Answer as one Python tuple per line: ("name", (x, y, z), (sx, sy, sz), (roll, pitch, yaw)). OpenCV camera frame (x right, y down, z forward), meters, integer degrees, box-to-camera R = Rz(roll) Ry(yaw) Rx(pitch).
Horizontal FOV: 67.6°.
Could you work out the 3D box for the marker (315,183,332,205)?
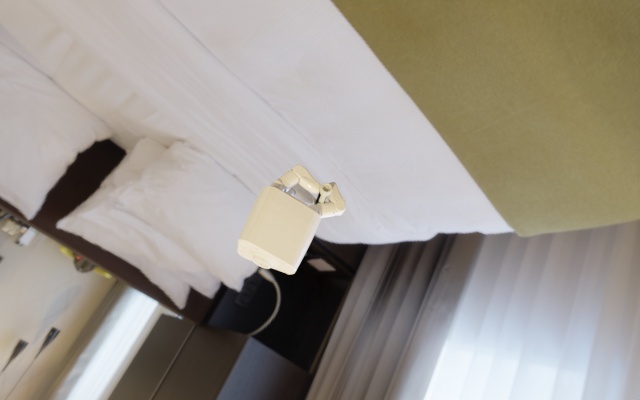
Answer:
("marker", (0.000, 0.003, 0.840), (0.020, 0.020, 0.121), (0, -23, -11))
